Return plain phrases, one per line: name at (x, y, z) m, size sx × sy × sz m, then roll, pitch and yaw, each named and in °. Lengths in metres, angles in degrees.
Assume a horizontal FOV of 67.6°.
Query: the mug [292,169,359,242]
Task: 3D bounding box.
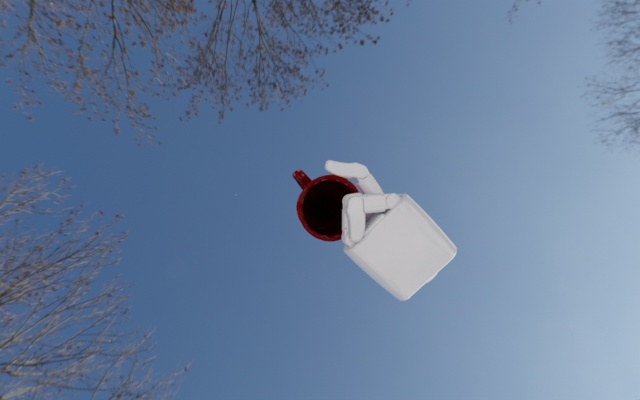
mug at (-0.001, 0.001, 0.702) m, size 0.093 × 0.117 × 0.081 m, roll -44°, pitch 6°, yaw -7°
